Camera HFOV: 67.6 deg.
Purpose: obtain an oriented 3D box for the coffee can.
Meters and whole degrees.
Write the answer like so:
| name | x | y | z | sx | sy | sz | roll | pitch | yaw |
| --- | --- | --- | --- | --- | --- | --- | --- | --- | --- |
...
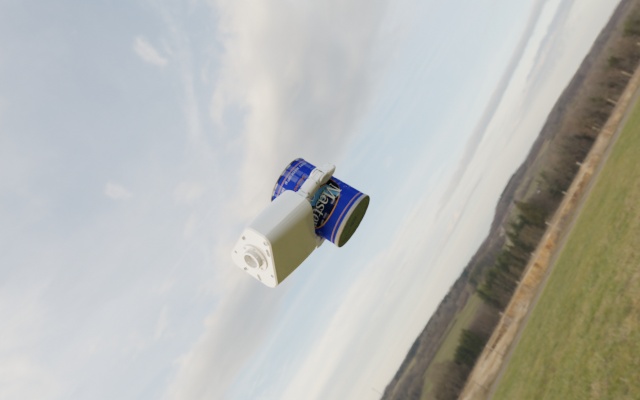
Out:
| name | x | y | z | sx | sy | sz | roll | pitch | yaw |
| --- | --- | --- | --- | --- | --- | --- | --- | --- | --- |
| coffee can | 0.000 | 0.003 | 0.829 | 0.140 | 0.103 | 0.103 | 30 | 10 | 17 |
